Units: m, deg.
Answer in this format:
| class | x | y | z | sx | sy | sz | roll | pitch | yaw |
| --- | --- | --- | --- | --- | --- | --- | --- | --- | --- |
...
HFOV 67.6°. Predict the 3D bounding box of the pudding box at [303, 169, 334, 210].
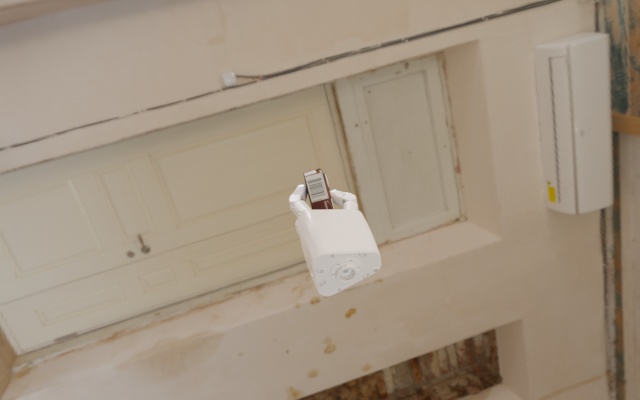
| class | x | y | z | sx | sy | sz | roll | pitch | yaw |
| --- | --- | --- | --- | --- | --- | --- | --- | --- | --- |
| pudding box | 0.000 | 0.003 | 0.854 | 0.039 | 0.113 | 0.090 | -13 | 8 | -2 |
